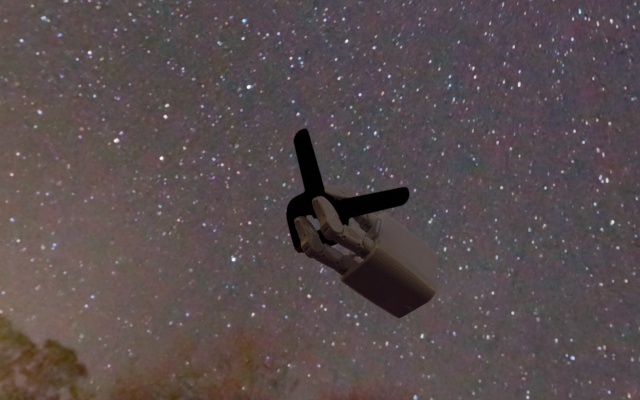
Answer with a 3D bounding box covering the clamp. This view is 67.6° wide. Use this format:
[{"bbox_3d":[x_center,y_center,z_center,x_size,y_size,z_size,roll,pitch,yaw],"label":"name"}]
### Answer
[{"bbox_3d":[0.000,0.002,0.666,0.164,0.036,0.210,36,-45,-7],"label":"clamp"}]
